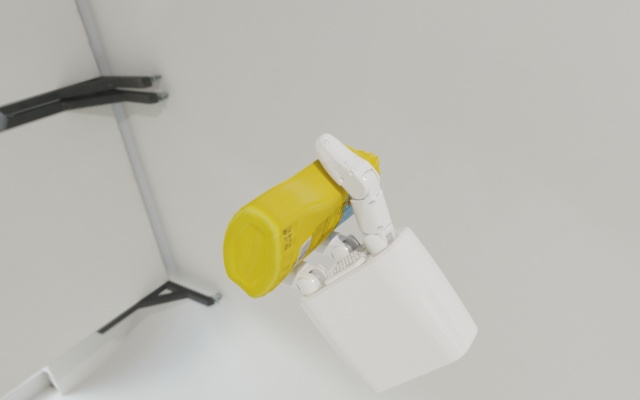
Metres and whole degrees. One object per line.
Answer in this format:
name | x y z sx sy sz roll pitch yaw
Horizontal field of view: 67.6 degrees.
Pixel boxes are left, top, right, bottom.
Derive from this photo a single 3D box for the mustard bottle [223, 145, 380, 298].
mustard bottle | 0.000 0.001 0.427 0.058 0.096 0.191 37 44 16
